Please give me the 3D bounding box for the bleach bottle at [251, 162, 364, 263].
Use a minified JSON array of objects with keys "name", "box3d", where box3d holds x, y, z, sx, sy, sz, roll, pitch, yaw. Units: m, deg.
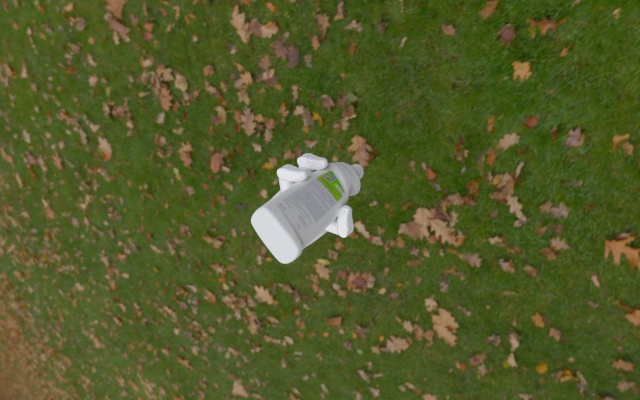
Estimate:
[{"name":"bleach bottle","box3d":[0.000,0.003,0.834,0.250,0.102,0.068,-35,-4,-42]}]
